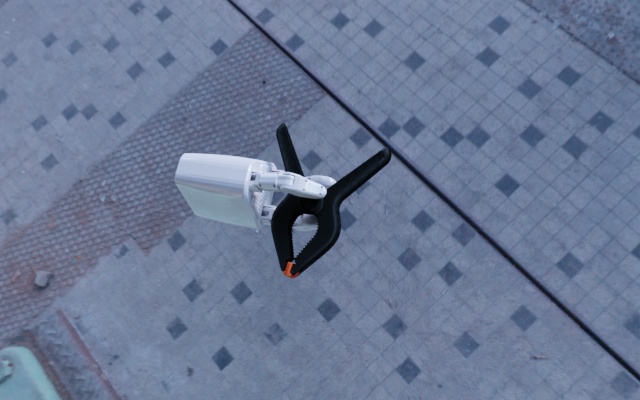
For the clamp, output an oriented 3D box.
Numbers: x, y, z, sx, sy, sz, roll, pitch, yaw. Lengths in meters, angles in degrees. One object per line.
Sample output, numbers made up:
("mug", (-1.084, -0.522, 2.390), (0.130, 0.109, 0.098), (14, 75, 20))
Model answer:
("clamp", (0.000, 0.002, 0.633), (0.164, 0.210, 0.036), (8, -13, 14))
